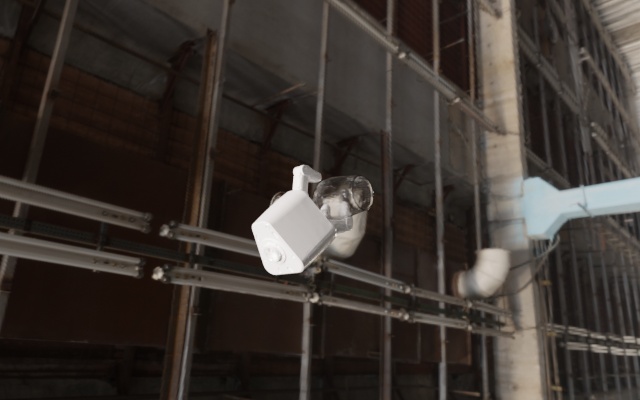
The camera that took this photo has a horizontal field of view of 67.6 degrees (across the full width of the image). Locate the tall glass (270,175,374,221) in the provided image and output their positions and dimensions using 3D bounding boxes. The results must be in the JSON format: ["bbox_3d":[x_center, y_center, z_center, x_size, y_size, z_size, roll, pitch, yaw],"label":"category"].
[{"bbox_3d":[0.000,0.003,0.880,0.201,0.079,0.079,-13,-9,41],"label":"tall glass"}]
